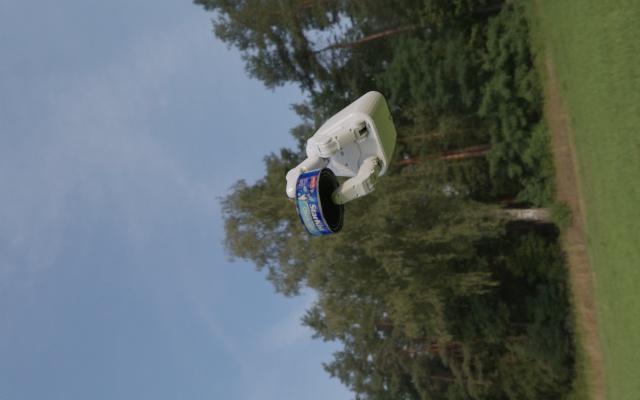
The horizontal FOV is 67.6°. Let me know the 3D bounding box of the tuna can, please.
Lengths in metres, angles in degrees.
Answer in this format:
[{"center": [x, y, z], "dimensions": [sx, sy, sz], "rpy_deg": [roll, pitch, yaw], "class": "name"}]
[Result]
[{"center": [0.000, 0.002, 0.614], "dimensions": [0.034, 0.086, 0.086], "rpy_deg": [-10, -4, 21], "class": "tuna can"}]
